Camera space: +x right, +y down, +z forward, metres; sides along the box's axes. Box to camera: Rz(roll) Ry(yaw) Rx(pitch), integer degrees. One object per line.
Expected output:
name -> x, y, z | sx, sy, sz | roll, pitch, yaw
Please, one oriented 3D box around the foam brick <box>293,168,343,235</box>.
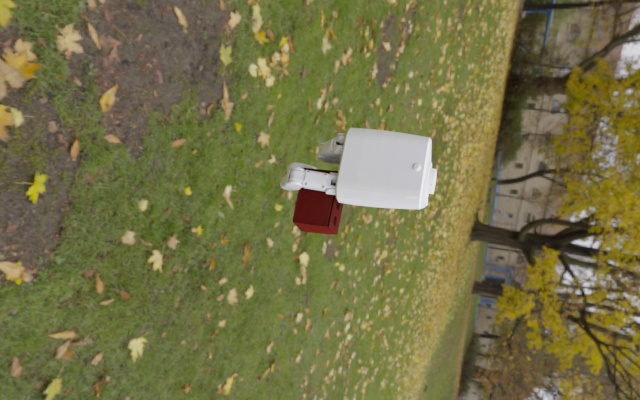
foam brick -> 0.000, 0.002, 0.639 | 0.051, 0.078, 0.053 | 8, -14, 15
